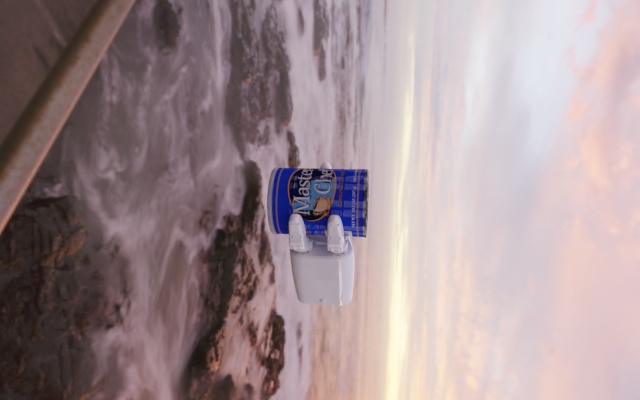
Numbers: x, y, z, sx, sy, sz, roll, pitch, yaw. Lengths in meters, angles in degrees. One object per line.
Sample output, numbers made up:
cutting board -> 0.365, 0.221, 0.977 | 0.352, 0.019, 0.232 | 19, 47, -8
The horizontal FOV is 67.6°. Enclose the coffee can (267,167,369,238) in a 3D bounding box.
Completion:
coffee can -> 0.000, 0.002, 0.716 | 0.140, 0.103, 0.103 | 2, 0, 8
